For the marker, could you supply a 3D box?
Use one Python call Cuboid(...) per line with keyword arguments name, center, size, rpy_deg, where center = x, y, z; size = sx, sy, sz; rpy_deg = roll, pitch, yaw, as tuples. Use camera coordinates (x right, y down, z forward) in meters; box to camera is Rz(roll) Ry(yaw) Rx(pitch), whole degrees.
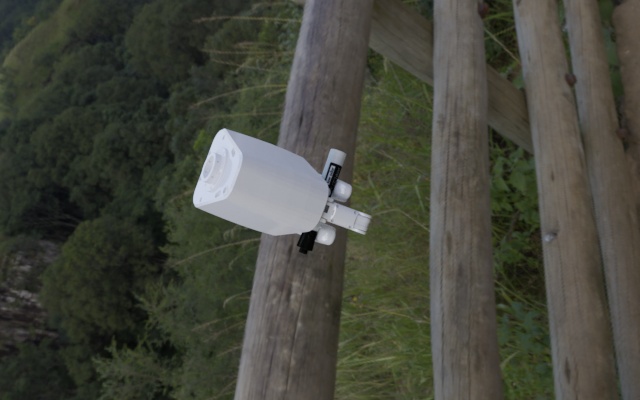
Cuboid(name="marker", center=(0.000, 0.002, 0.534), size=(0.020, 0.121, 0.020), rpy_deg=(20, -2, 1))
